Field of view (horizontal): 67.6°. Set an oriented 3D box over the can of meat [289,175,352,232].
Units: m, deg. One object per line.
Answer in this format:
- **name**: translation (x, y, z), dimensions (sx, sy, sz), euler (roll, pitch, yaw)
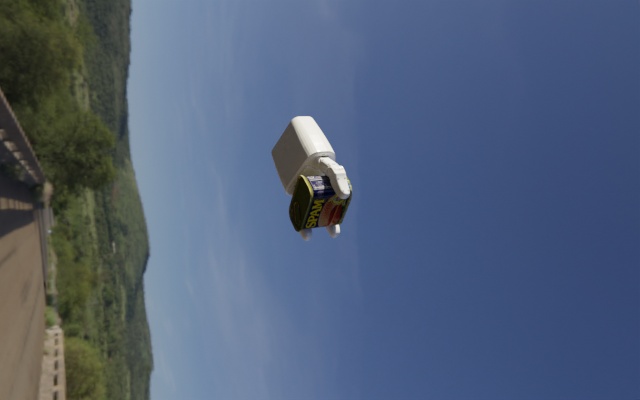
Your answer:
- **can of meat**: translation (0.000, 0.003, 0.828), dimensions (0.084, 0.102, 0.057), euler (-6, 47, -27)
